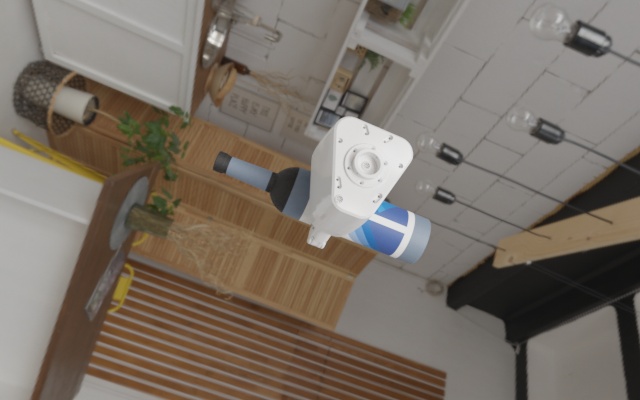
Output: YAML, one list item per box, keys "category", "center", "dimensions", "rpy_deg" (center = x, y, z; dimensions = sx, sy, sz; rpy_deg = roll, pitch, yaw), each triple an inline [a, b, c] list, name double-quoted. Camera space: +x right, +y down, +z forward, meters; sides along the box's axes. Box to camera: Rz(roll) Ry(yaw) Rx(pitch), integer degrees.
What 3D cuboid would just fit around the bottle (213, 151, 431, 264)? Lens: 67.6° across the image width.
- category: "bottle"
  center: [0.000, 0.002, 0.640]
  dimensions: [0.296, 0.069, 0.069]
  rpy_deg: [22, -3, -7]
